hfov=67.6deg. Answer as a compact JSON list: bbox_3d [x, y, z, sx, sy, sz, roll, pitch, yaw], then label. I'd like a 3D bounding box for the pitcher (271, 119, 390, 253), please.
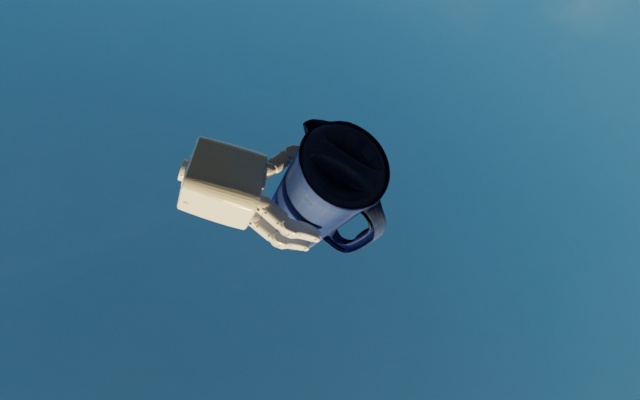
[{"bbox_3d":[0.000,0.002,0.732,0.145,0.149,0.243,15,-27,-15],"label":"pitcher"}]
